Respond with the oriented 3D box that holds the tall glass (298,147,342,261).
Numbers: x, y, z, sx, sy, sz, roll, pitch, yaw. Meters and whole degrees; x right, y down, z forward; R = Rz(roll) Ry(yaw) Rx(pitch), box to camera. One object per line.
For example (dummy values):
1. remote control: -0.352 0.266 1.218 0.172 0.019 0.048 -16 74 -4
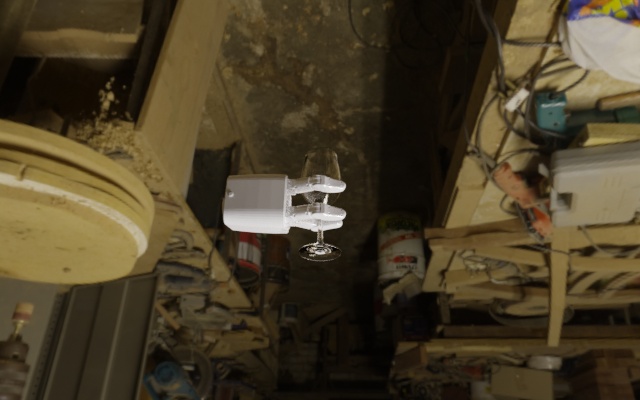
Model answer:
1. tall glass: 0.000 0.003 0.867 0.079 0.201 0.079 1 -29 1
